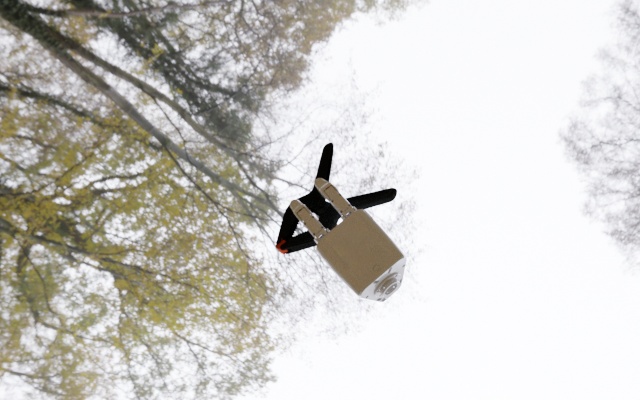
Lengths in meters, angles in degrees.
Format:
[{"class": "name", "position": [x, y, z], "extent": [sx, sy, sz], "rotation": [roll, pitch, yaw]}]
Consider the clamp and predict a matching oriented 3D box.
[{"class": "clamp", "position": [0.000, 0.003, 0.803], "extent": [0.164, 0.210, 0.036], "rotation": [47, -6, 32]}]
